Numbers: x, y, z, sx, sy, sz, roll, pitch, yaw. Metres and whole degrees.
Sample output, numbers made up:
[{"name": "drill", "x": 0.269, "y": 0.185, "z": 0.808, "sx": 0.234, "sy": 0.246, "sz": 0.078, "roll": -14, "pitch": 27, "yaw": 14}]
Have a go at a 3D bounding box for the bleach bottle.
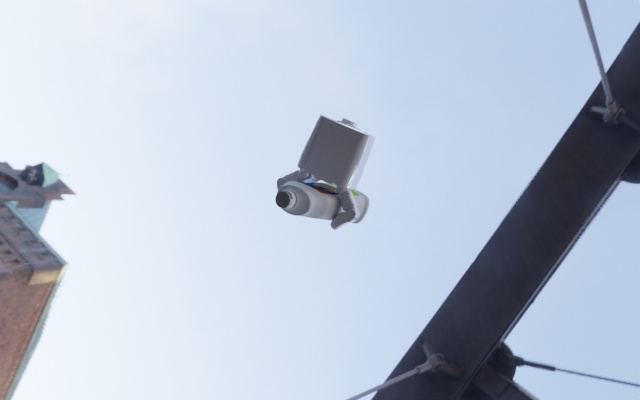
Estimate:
[{"name": "bleach bottle", "x": 0.000, "y": 0.003, "z": 0.890, "sx": 0.102, "sy": 0.068, "sz": 0.251, "roll": 27, "pitch": 12, "yaw": 24}]
